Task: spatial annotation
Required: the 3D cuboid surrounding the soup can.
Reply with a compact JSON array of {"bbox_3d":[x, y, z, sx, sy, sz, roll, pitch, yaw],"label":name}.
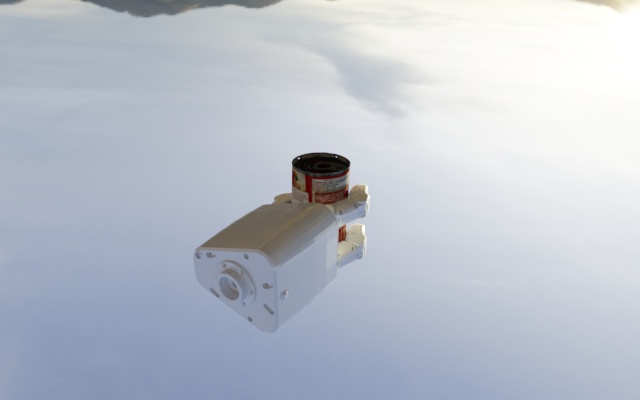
[{"bbox_3d":[0.000,0.002,0.568,0.068,0.102,0.068,1,26,0],"label":"soup can"}]
